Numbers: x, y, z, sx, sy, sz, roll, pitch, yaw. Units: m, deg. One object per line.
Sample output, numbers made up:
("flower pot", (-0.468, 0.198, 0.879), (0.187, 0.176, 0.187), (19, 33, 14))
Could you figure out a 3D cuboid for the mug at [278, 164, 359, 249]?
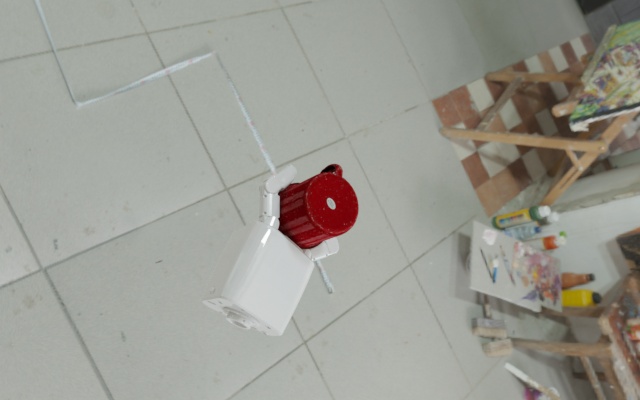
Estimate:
("mug", (0.001, 0.001, 0.626), (0.093, 0.117, 0.081), (34, -28, -20))
